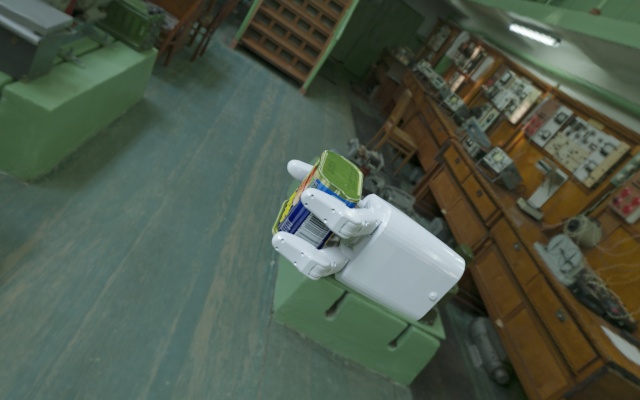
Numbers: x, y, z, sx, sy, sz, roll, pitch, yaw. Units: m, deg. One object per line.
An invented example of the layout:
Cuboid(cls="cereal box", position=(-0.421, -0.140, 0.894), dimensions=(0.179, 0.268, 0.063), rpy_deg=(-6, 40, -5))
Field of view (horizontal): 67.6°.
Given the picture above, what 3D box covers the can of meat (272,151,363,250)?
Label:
Cuboid(cls="can of meat", position=(0.000, 0.001, 0.508), dimensions=(0.057, 0.084, 0.102), rpy_deg=(34, 23, -8))
